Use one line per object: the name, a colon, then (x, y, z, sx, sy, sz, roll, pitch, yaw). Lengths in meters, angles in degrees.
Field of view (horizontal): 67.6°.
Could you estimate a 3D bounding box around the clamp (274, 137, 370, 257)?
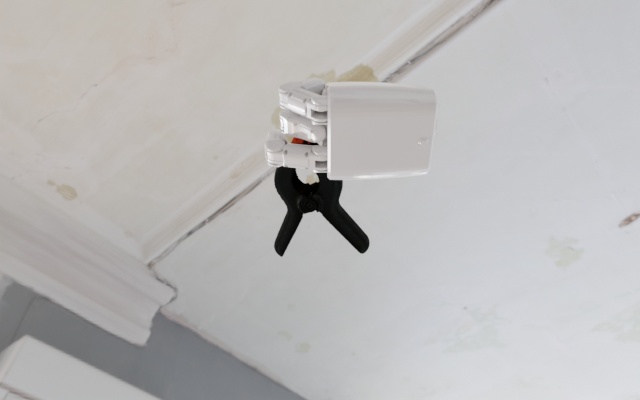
clamp: (0.000, 0.001, 0.563, 0.120, 0.172, 0.039, 0, 37, 2)
